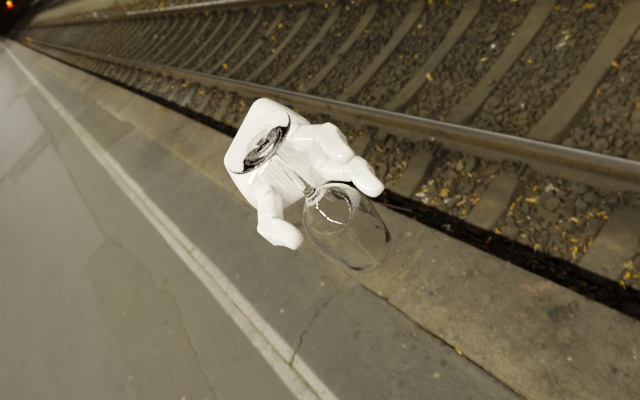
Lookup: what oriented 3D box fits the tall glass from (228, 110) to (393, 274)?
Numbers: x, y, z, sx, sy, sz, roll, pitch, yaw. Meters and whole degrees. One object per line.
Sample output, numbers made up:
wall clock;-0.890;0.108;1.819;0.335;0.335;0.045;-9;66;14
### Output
tall glass;0.000;0.001;0.493;0.079;0.079;0.201;0;-34;44
